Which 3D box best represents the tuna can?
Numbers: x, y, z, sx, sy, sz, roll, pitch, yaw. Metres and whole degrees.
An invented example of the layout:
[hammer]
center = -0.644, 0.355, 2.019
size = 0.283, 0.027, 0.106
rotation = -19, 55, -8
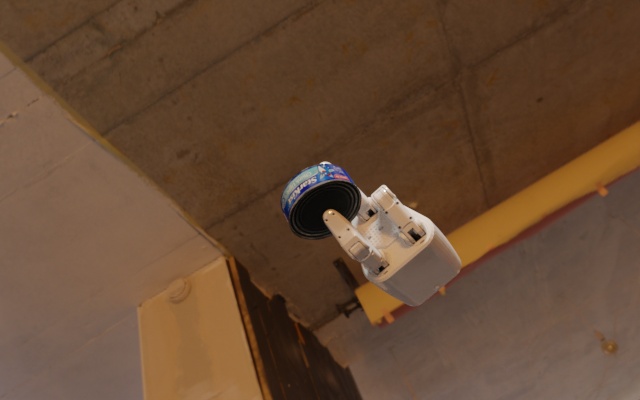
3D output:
[tuna can]
center = 0.000, 0.001, 0.528
size = 0.086, 0.086, 0.033
rotation = 0, 40, -30
